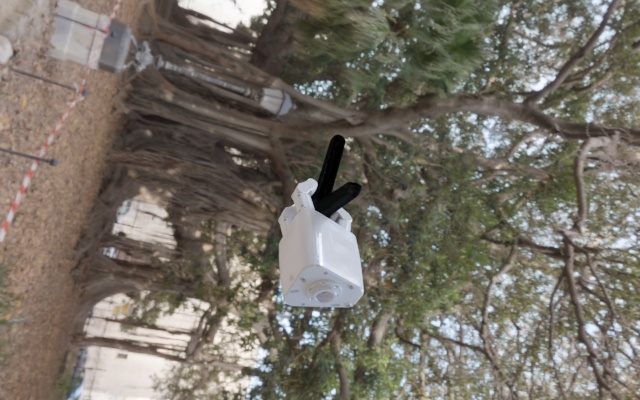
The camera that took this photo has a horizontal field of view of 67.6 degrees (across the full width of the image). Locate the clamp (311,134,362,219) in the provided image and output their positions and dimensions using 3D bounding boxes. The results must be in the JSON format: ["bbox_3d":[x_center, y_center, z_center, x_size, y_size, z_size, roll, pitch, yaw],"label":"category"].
[{"bbox_3d":[0.001,0.003,0.781,0.036,0.210,0.164,19,36,-18],"label":"clamp"}]
